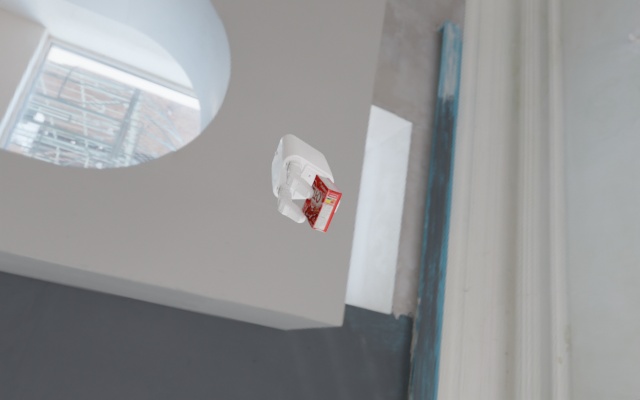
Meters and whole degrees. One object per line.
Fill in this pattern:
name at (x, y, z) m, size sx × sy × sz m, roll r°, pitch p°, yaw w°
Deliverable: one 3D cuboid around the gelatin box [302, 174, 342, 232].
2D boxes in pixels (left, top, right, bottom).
gelatin box at (0.001, 0.003, 0.822) m, size 0.030 × 0.073 × 0.089 m, roll 18°, pitch 15°, yaw -20°
